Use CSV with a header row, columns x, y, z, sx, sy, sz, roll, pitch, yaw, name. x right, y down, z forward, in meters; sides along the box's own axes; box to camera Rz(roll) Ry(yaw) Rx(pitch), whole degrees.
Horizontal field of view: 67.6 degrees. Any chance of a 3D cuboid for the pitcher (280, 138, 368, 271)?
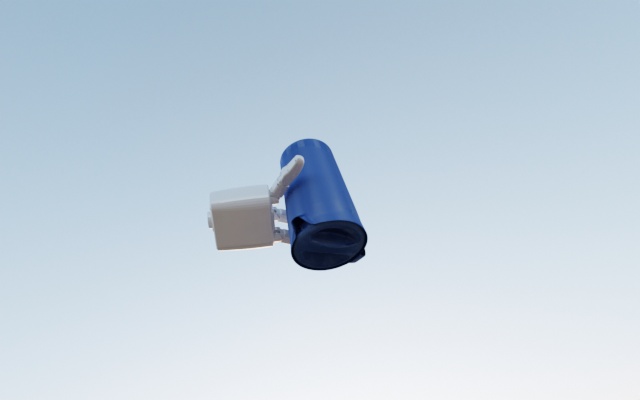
x,y,z,sx,sy,sz,roll,pitch,yaw,name
0.000,0.003,0.887,0.145,0.242,0.149,-6,-44,-9,pitcher
